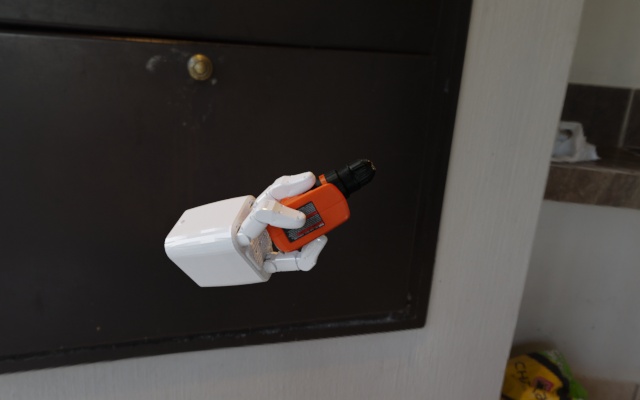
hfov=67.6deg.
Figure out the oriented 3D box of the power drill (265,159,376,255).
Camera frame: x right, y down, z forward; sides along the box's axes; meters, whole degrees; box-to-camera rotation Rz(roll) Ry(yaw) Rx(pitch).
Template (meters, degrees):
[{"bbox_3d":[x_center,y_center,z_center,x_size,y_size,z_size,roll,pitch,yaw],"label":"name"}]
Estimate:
[{"bbox_3d":[0.000,0.002,0.671,0.184,0.057,0.187,-31,5,6],"label":"power drill"}]
